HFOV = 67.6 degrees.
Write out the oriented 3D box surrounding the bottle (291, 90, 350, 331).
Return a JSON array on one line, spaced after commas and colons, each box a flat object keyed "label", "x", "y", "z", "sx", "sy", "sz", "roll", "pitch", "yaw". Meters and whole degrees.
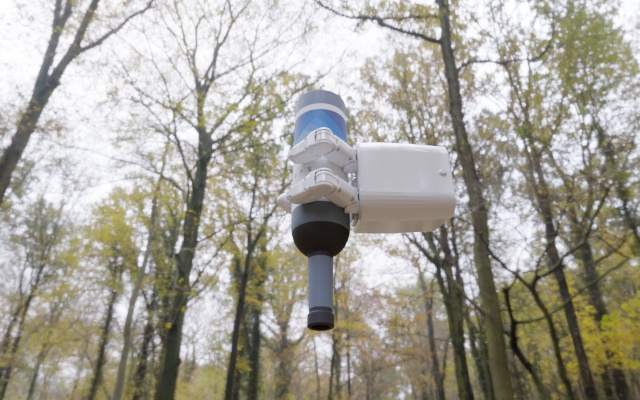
[{"label": "bottle", "x": 0.000, "y": 0.002, "z": 0.554, "sx": 0.069, "sy": 0.295, "sz": 0.069, "roll": 0, "pitch": -32, "yaw": 0}]
